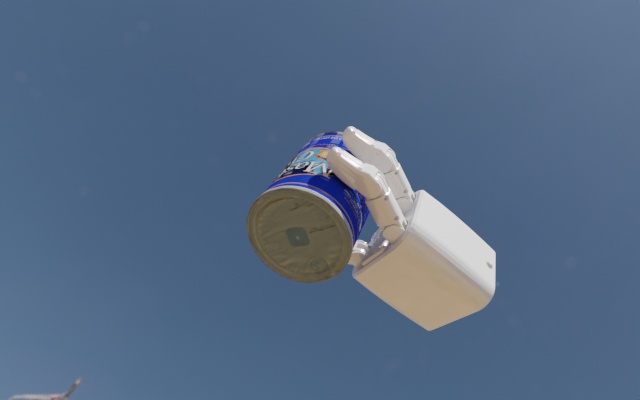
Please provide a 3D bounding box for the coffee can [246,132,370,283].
[{"bbox_3d":[0.000,0.002,0.491,0.103,0.103,0.140,0,29,20],"label":"coffee can"}]
